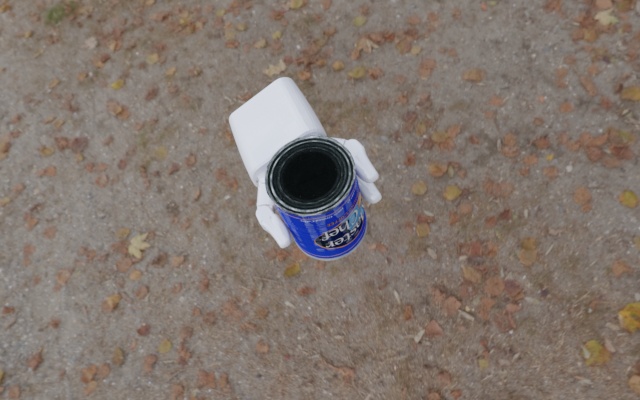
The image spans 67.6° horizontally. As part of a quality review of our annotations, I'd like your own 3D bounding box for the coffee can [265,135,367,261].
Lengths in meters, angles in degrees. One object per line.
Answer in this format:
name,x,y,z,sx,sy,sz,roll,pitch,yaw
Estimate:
coffee can,0.000,0.002,0.584,0.103,0.102,0.140,0,-27,11
